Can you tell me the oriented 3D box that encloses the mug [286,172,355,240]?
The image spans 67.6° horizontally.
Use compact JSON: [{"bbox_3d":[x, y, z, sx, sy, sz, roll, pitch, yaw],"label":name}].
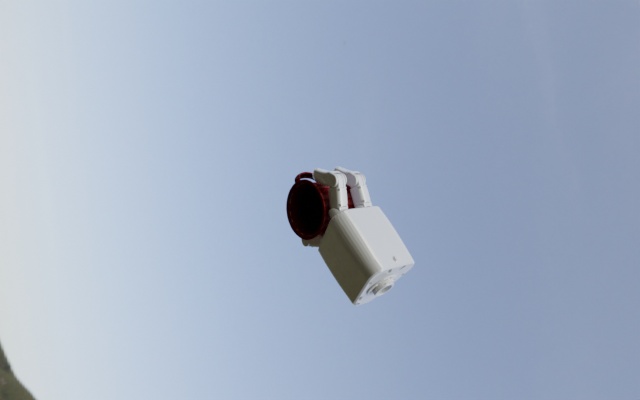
[{"bbox_3d":[0.000,0.001,0.760,0.081,0.117,0.093,-5,-37,-41],"label":"mug"}]
